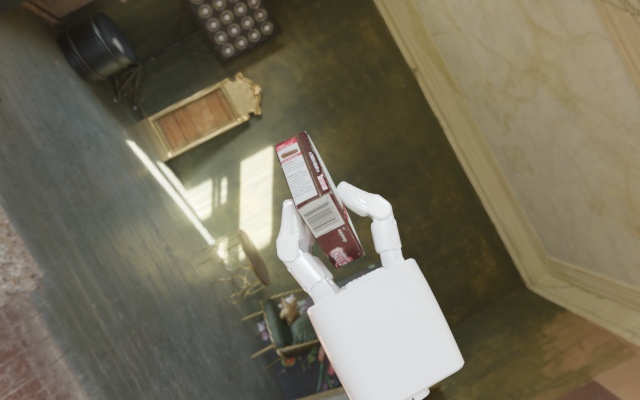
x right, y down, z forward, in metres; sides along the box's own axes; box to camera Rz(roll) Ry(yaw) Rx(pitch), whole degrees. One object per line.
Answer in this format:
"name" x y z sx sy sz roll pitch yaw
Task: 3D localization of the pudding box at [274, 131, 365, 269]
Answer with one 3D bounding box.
"pudding box" 0.000 0.002 0.471 0.039 0.090 0.114 -25 -41 2
